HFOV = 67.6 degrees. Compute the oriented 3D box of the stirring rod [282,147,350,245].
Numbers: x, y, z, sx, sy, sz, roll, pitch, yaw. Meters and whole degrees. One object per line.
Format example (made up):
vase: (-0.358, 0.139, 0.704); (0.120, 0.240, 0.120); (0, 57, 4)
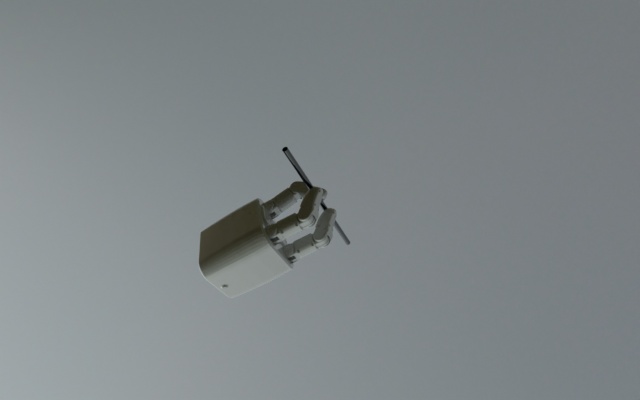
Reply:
stirring rod: (0.000, 0.002, 0.693); (0.011, 0.011, 0.240); (0, -34, 27)
